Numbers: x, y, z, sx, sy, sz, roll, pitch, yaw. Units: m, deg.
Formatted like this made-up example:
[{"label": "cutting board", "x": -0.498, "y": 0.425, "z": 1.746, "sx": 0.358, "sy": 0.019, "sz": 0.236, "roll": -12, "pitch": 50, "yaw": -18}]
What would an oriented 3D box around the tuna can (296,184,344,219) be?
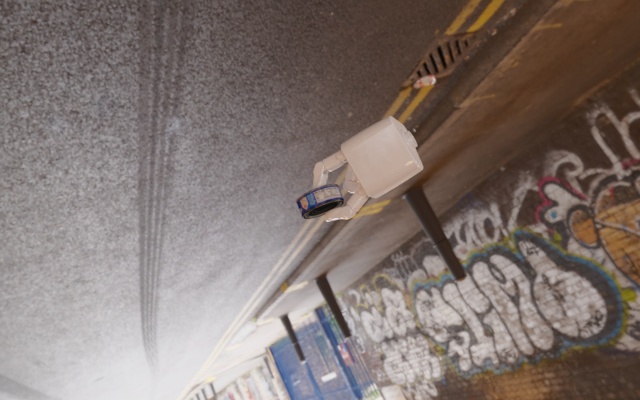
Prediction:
[{"label": "tuna can", "x": 0.000, "y": 0.003, "z": 0.886, "sx": 0.086, "sy": 0.033, "sz": 0.086, "roll": -20, "pitch": -14, "yaw": -5}]
